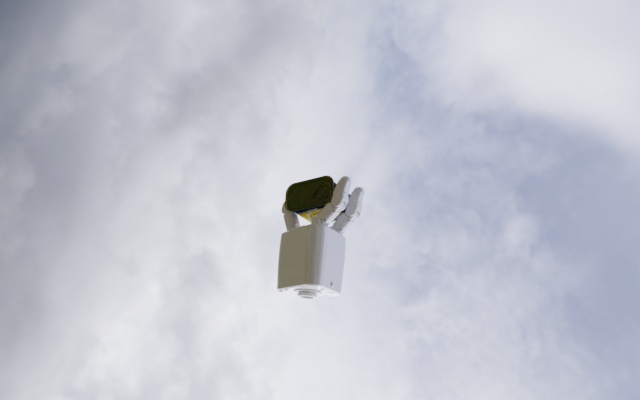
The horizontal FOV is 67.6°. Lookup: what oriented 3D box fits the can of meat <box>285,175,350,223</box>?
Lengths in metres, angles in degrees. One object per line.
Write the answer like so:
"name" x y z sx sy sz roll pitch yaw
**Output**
"can of meat" 0.000 0.003 0.877 0.102 0.057 0.084 -12 -28 29
